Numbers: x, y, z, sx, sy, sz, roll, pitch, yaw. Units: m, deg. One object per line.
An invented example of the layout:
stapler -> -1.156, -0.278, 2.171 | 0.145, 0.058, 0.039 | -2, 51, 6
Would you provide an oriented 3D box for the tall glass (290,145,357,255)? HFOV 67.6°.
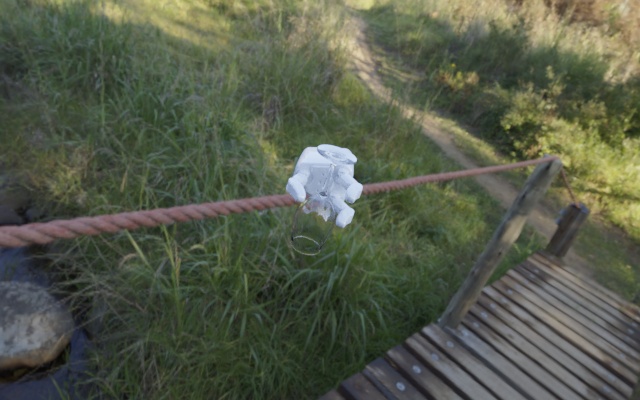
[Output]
tall glass -> 0.000, 0.002, 0.881 | 0.079, 0.201, 0.079 | 15, 26, -8
